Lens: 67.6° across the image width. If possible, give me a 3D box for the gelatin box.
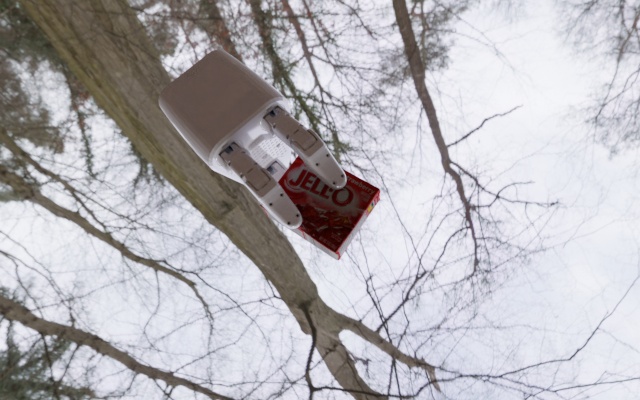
[{"bbox_3d":[0.000,0.002,0.450,0.089,0.073,0.030,31,-15,19],"label":"gelatin box"}]
